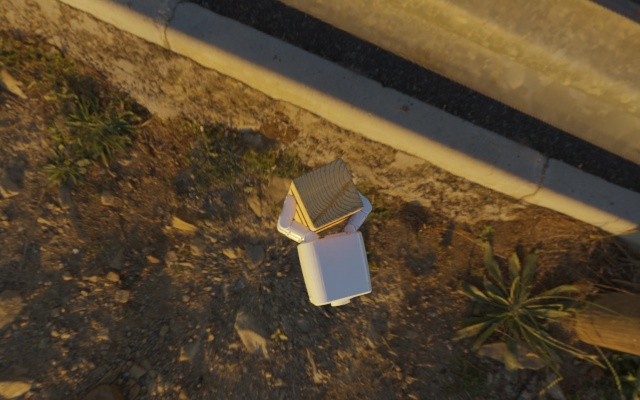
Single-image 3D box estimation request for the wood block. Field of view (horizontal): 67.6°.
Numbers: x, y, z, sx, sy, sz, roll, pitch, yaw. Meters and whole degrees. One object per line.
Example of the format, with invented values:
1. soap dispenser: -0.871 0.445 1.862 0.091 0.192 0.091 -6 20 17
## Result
1. wood block: 0.001 0.003 0.852 0.091 0.090 0.206 -24 -4 -10
